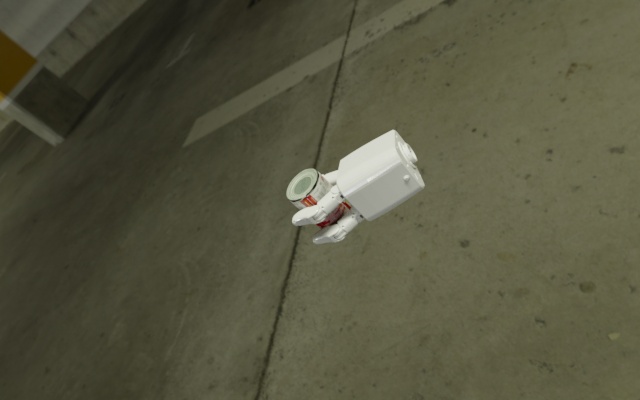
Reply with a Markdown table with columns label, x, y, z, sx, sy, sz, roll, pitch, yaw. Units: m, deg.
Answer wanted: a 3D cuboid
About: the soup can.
| label | x | y | z | sx | sy | sz | roll | pitch | yaw |
| --- | --- | --- | --- | --- | --- | --- | --- | --- | --- |
| soup can | 0.000 | 0.003 | 0.800 | 0.068 | 0.068 | 0.102 | 0 | -35 | 47 |
